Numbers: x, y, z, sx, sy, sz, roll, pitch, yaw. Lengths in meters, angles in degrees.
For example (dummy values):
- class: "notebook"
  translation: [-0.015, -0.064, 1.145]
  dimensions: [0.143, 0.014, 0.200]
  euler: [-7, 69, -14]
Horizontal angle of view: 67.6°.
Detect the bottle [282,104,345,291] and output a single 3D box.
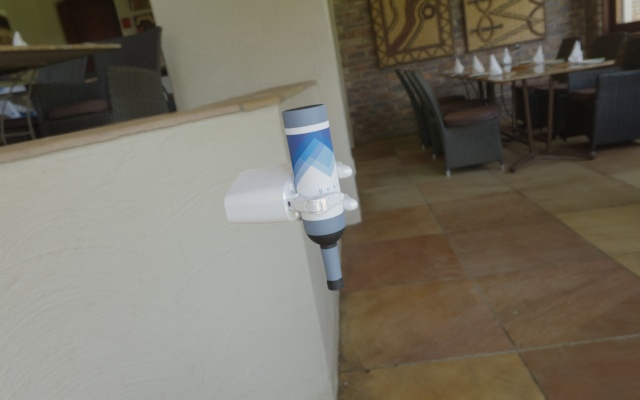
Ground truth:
- class: "bottle"
  translation: [0.000, 0.002, 0.747]
  dimensions: [0.069, 0.296, 0.069]
  euler: [-10, 15, 3]
